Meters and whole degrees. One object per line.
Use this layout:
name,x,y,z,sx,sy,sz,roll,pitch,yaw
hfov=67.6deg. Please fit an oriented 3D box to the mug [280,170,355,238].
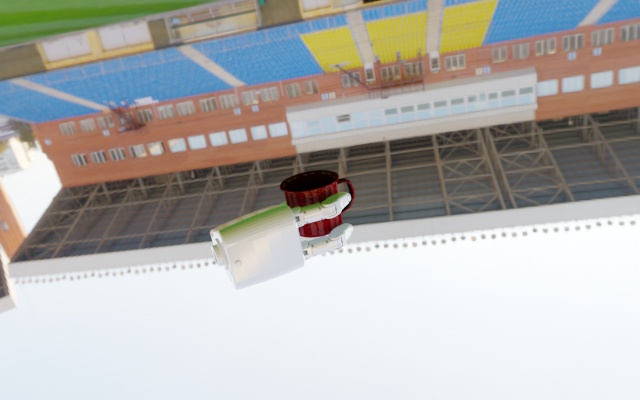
mug,0.001,0.002,0.753,0.117,0.081,0.093,-18,23,-18
